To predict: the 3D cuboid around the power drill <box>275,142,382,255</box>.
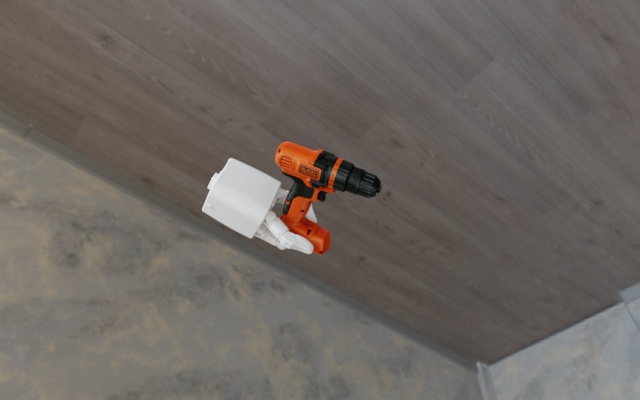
[{"bbox_3d":[0.000,0.003,0.830,0.184,0.188,0.057,22,35,11],"label":"power drill"}]
